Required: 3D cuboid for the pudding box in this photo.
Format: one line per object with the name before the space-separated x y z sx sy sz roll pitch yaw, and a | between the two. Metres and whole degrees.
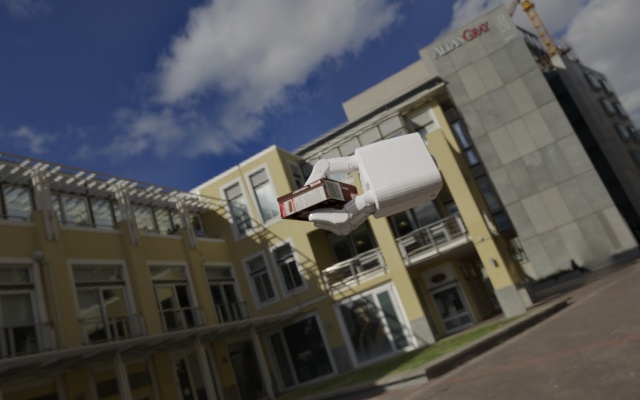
pudding box | 0.000 0.002 0.751 0.090 0.039 0.113 -24 -19 26
